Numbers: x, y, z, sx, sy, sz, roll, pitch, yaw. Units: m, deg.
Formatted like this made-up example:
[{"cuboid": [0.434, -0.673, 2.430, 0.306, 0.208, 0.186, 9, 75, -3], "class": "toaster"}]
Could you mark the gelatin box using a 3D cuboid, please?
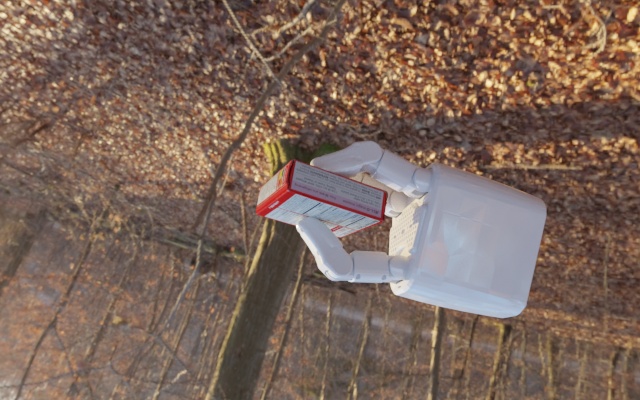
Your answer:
[{"cuboid": [0.000, 0.002, 0.401, 0.089, 0.030, 0.073, 17, -22, -22], "class": "gelatin box"}]
